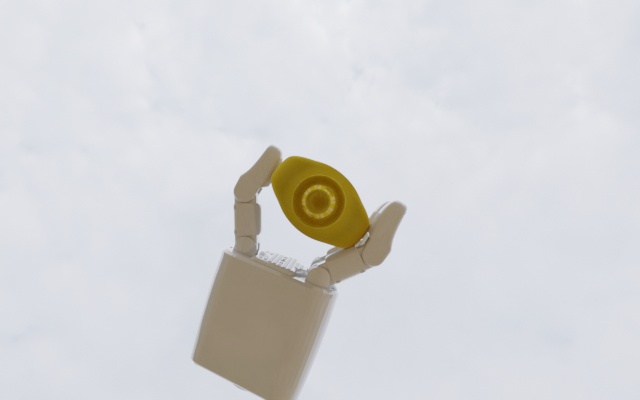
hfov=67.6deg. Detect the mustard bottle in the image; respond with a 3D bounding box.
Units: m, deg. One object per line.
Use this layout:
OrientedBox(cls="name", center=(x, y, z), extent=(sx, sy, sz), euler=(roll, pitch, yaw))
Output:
OrientedBox(cls="mustard bottle", center=(0.000, 0.001, 0.432), extent=(0.096, 0.058, 0.191), euler=(43, 1, 1))
